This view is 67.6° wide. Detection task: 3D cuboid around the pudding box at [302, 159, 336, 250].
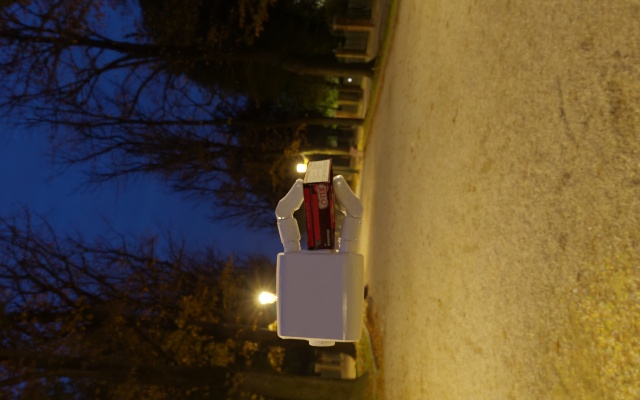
[{"bbox_3d":[0.000,0.002,0.627,0.039,0.090,0.113,-3,20,1],"label":"pudding box"}]
